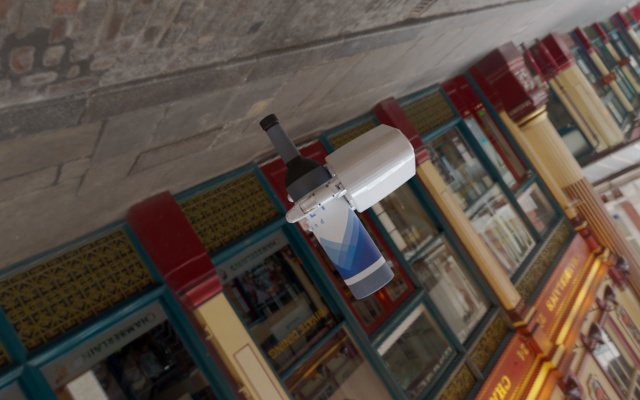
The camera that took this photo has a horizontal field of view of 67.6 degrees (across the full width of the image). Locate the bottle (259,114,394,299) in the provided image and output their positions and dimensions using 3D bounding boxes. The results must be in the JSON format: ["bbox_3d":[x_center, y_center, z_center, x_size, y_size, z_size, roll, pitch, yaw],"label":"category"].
[{"bbox_3d":[0.000,0.003,0.702,0.069,0.295,0.069,-33,-2,-1],"label":"bottle"}]
